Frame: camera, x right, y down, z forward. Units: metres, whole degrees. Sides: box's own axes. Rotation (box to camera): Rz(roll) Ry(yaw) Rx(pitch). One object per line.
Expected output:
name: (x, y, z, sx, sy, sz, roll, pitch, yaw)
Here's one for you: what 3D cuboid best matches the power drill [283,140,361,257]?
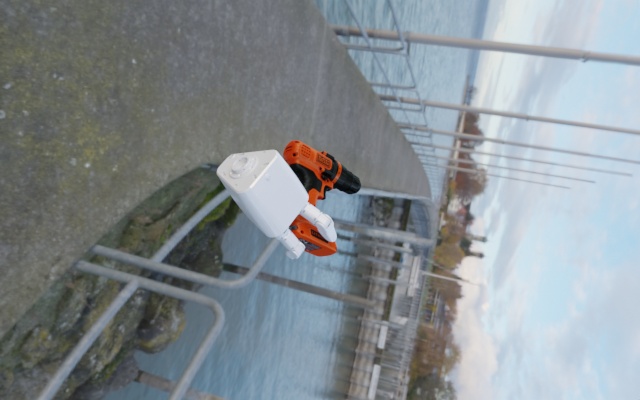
power drill: (0.000, 0.003, 0.872, 0.184, 0.187, 0.057, 26, -32, -34)
